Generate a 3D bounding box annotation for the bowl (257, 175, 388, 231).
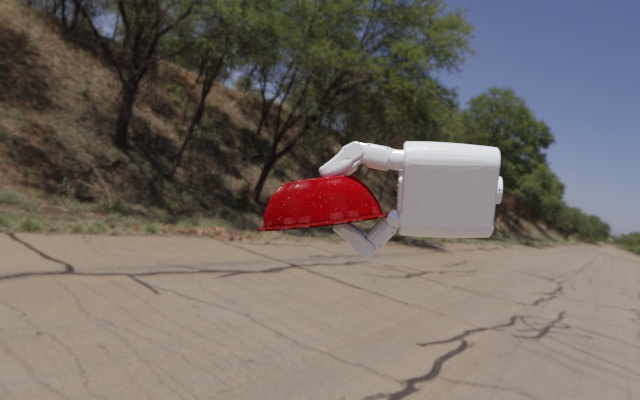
[{"bbox_3d":[-0.001,0.002,0.589,0.162,0.055,0.162,-7,0,0],"label":"bowl"}]
